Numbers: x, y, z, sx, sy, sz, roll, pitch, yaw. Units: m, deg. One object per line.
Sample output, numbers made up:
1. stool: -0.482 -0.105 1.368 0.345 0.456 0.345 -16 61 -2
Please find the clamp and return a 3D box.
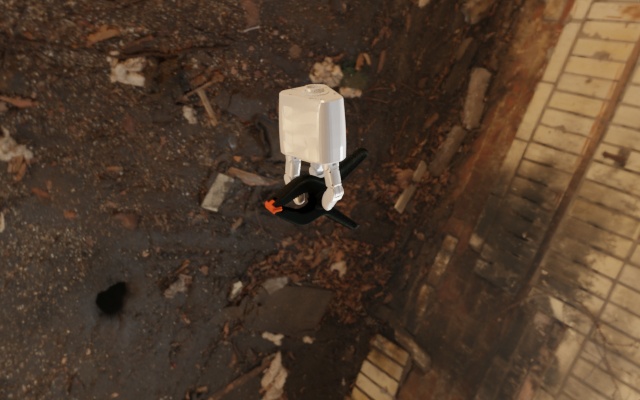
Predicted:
1. clamp: 0.000 0.003 0.861 0.210 0.165 0.036 -19 32 -30
